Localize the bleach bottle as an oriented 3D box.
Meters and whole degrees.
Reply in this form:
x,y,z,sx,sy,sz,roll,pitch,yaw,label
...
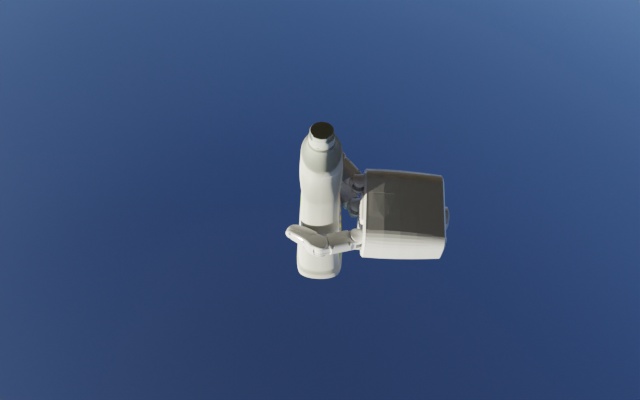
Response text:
x,y,z,sx,sy,sz,roll,pitch,yaw,label
0.000,0.002,0.640,0.068,0.102,0.251,1,-37,0,bleach bottle
